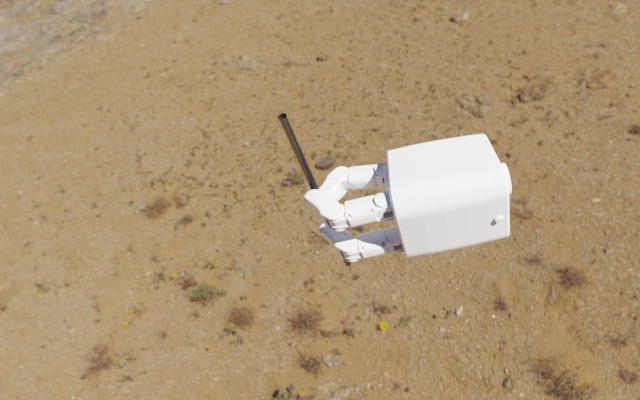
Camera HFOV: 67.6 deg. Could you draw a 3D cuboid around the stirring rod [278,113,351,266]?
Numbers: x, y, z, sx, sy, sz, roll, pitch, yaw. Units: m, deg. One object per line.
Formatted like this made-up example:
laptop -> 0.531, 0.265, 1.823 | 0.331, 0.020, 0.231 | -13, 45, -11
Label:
stirring rod -> 0.000, 0.002, 0.517 | 0.011, 0.011, 0.240 | 0, -40, 22
